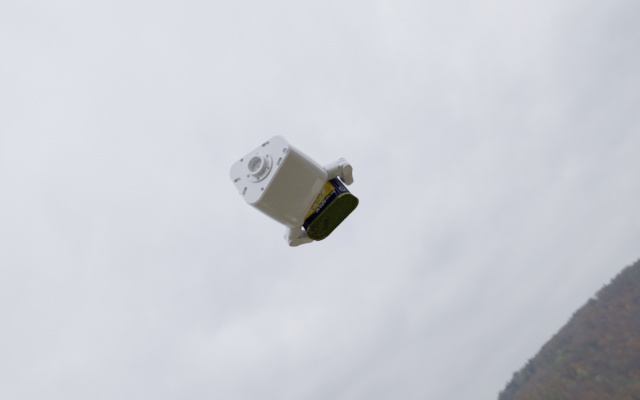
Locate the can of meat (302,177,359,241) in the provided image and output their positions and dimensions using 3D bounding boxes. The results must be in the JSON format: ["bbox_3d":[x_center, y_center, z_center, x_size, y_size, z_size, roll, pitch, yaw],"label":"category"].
[{"bbox_3d":[0.000,0.002,0.805,0.057,0.102,0.084,30,17,-52],"label":"can of meat"}]
